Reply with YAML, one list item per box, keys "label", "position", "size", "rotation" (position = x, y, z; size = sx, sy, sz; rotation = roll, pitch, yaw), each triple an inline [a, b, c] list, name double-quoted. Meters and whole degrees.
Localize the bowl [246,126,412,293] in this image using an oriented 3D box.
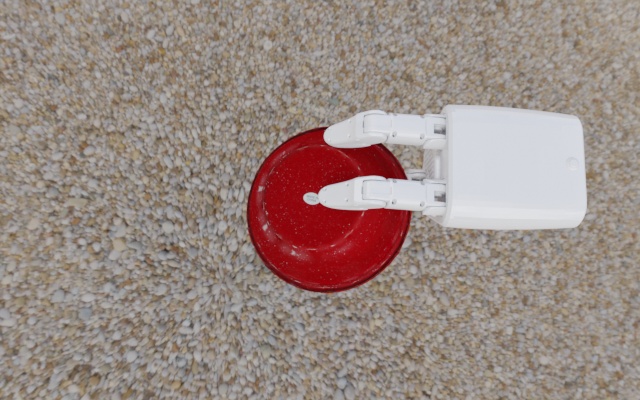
- label: "bowl"
  position: [-0.001, 0.002, 0.431]
  size: [0.162, 0.162, 0.055]
  rotation: [0, -11, 13]
